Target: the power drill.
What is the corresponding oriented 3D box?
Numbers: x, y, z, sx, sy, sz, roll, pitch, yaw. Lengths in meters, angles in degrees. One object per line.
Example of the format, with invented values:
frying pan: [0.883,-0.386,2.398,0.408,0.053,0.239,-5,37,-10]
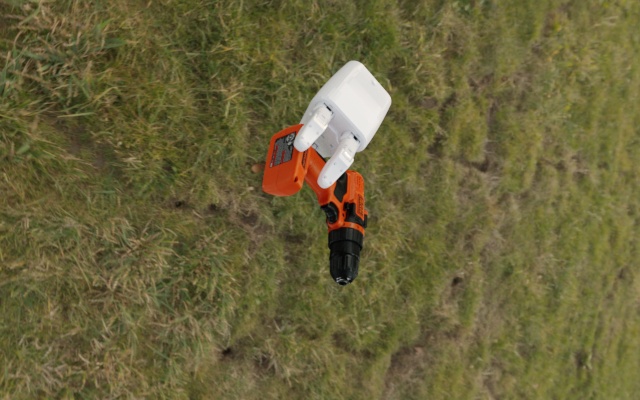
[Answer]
power drill: [0.000,0.002,0.650,0.057,0.184,0.188,-18,-41,27]
